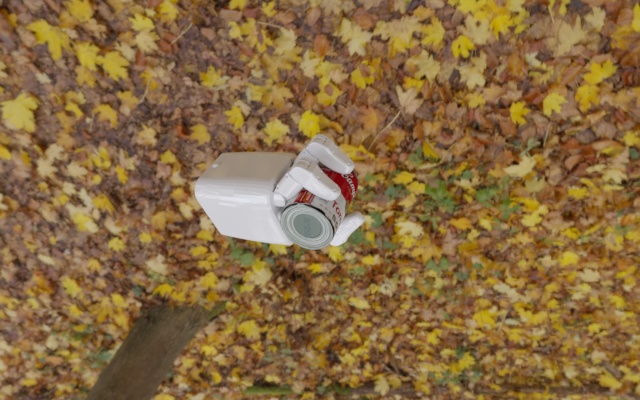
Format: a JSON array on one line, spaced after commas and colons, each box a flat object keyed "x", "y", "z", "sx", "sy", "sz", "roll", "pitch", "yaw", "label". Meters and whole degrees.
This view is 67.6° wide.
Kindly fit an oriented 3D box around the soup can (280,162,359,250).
[{"x": 0.000, "y": 0.002, "z": 0.579, "sx": 0.068, "sy": 0.068, "sz": 0.102, "roll": 0, "pitch": 35, "yaw": 24, "label": "soup can"}]
